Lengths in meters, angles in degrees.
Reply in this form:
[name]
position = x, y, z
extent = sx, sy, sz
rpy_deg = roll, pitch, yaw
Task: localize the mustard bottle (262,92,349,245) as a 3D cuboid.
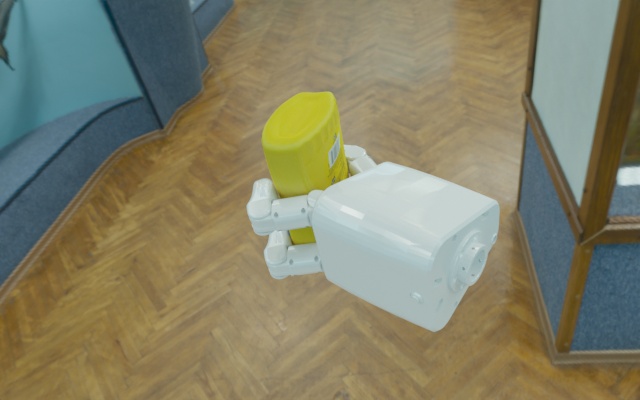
[mustard bottle]
position = 0.000, 0.001, 0.456
extent = 0.058, 0.192, 0.096
rpy_deg = 2, 40, 19
